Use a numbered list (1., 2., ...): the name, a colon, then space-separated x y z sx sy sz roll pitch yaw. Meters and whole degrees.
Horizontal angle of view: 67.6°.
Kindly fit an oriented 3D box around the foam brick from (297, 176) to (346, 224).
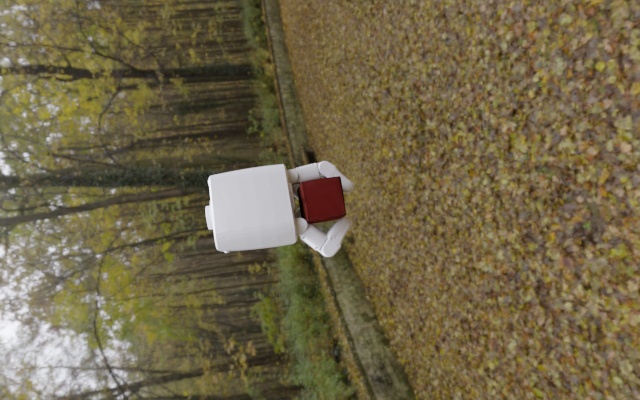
1. foam brick: 0.000 0.002 0.642 0.051 0.053 0.078 -8 -6 -8
